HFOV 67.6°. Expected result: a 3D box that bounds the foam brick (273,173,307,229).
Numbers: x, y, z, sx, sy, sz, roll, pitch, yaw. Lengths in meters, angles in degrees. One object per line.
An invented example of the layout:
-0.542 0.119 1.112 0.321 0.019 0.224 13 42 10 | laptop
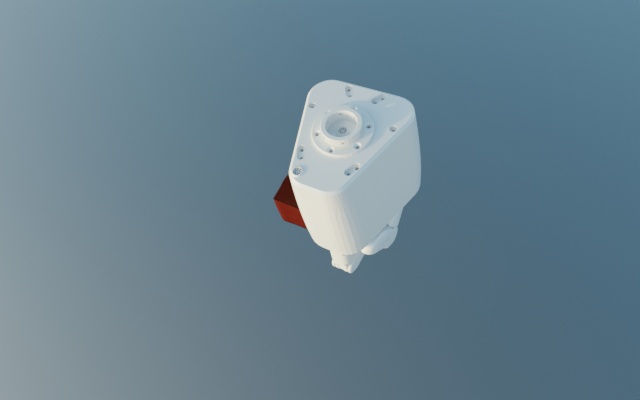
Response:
0.000 0.002 0.494 0.078 0.053 0.051 20 -23 21 | foam brick
